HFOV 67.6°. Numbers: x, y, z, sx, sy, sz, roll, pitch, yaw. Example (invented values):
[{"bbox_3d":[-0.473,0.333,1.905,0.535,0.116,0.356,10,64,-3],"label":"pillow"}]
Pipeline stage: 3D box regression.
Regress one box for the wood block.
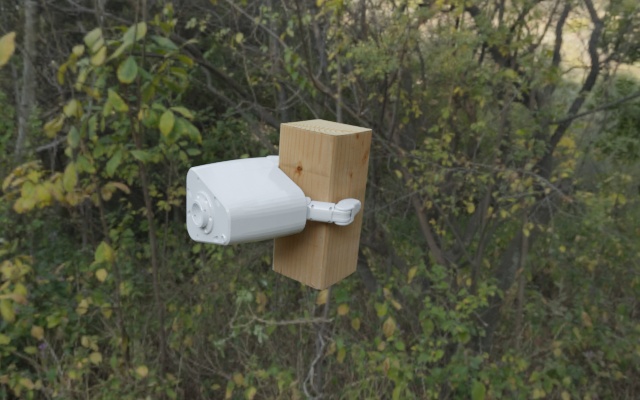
[{"bbox_3d":[0.000,0.002,0.650,0.091,0.206,0.090,17,21,33],"label":"wood block"}]
